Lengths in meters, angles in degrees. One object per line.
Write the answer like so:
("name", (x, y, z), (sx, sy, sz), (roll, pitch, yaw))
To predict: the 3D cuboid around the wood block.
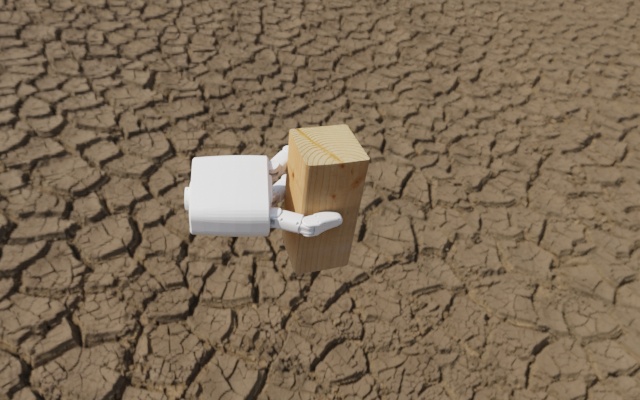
("wood block", (0.000, 0.002, 0.709), (0.090, 0.206, 0.090), (-7, 42, -17))
